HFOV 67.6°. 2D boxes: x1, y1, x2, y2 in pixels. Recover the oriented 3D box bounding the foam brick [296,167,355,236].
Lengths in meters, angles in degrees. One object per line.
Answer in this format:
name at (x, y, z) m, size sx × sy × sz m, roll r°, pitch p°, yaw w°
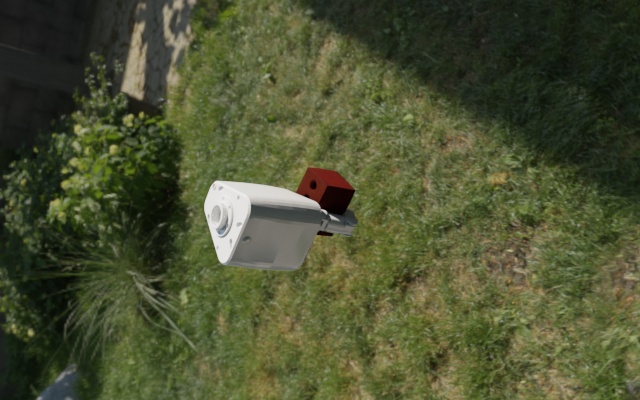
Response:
foam brick at (0.000, 0.002, 0.643) m, size 0.051 × 0.078 × 0.053 m, roll 9°, pitch 25°, yaw -39°
